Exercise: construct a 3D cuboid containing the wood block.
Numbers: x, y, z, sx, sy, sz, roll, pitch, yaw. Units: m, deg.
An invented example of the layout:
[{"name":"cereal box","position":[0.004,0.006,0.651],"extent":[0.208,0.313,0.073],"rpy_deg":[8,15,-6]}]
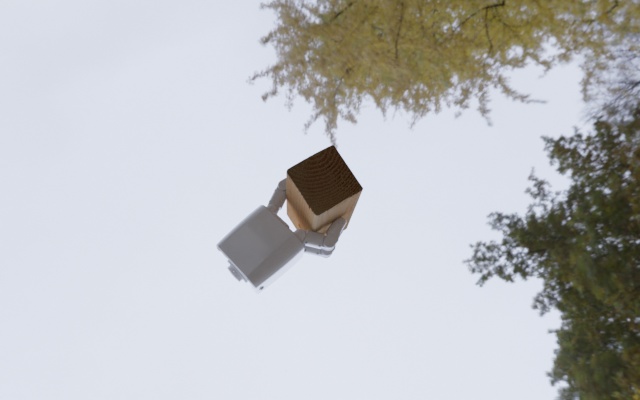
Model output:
[{"name":"wood block","position":[0.000,0.003,0.824],"extent":[0.090,0.091,0.206],"rpy_deg":[-30,-15,-14]}]
